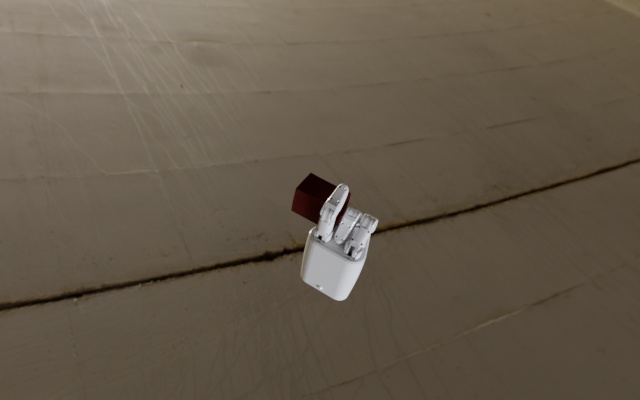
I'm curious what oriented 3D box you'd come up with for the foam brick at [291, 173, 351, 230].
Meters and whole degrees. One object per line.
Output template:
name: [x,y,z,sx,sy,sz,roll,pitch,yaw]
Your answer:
foam brick: [0.000,0.002,0.773,0.078,0.051,0.053,28,44,14]
